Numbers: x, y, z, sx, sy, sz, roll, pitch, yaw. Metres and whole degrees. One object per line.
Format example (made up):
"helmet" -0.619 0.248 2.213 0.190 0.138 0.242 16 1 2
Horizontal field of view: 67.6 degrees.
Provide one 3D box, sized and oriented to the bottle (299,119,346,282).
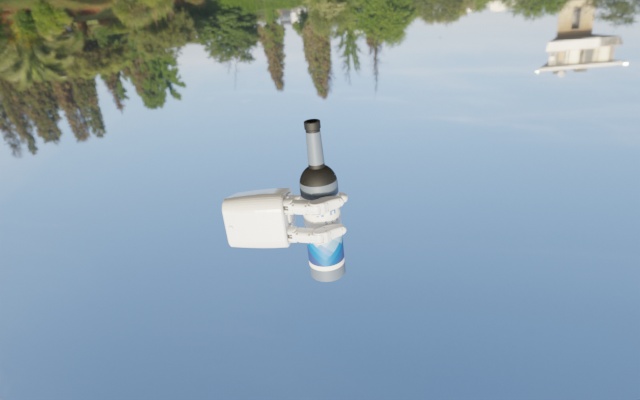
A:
"bottle" 0.000 0.003 0.840 0.069 0.296 0.069 -5 25 2
